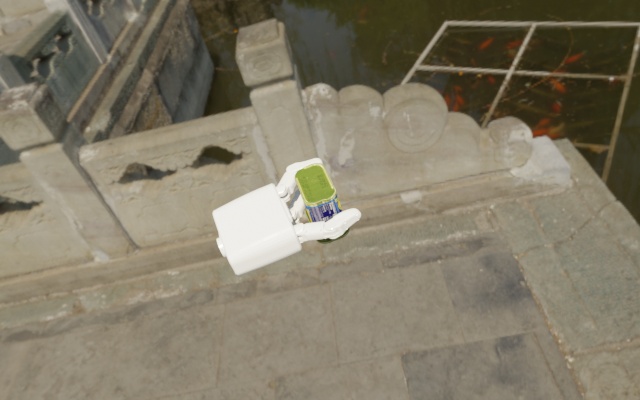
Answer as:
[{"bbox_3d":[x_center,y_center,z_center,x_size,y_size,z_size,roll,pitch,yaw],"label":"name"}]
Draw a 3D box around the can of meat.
[{"bbox_3d":[0.000,0.002,0.752,0.057,0.084,0.102,-21,40,-2],"label":"can of meat"}]
